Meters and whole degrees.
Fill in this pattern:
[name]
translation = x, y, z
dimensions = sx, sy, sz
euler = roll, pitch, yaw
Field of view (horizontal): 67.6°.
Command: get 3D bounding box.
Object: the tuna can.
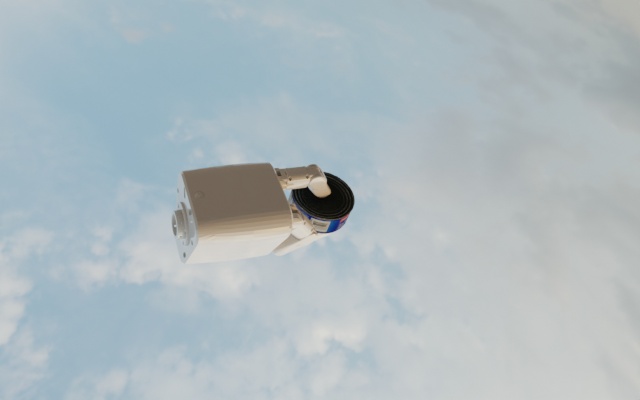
[tuna can]
translation = 0.000, 0.002, 0.639
dimensions = 0.086, 0.086, 0.034
euler = 0, -41, -20
